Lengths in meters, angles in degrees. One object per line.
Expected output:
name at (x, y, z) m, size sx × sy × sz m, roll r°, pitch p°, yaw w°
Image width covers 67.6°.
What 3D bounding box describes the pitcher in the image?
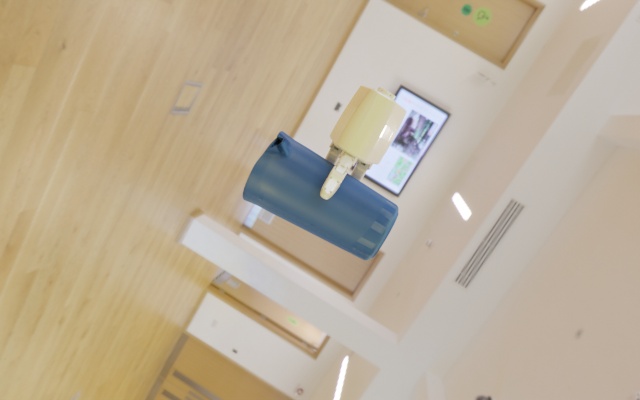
pitcher at (0.000, 0.002, 0.810) m, size 0.243 × 0.145 × 0.149 m, roll 30°, pitch 10°, yaw 3°
